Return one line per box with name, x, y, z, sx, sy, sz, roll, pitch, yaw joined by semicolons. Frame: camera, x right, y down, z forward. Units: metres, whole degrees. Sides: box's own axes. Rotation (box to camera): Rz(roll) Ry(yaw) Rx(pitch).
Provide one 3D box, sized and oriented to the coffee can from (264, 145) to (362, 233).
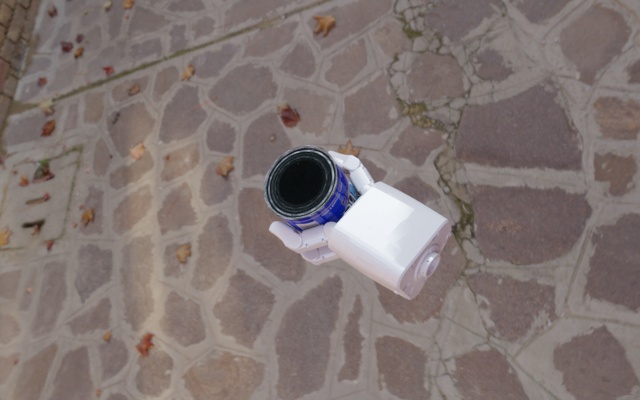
coffee can;0.000;0.002;0.656;0.103;0.102;0.140;0;-22;24
